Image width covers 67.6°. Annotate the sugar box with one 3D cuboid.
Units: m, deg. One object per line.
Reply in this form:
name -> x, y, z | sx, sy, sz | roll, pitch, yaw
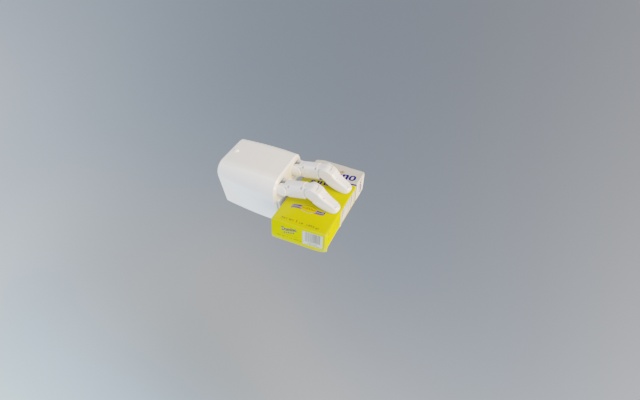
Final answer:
sugar box -> 0.000, 0.002, 0.783 | 0.093, 0.048, 0.176 | 17, 44, 15
